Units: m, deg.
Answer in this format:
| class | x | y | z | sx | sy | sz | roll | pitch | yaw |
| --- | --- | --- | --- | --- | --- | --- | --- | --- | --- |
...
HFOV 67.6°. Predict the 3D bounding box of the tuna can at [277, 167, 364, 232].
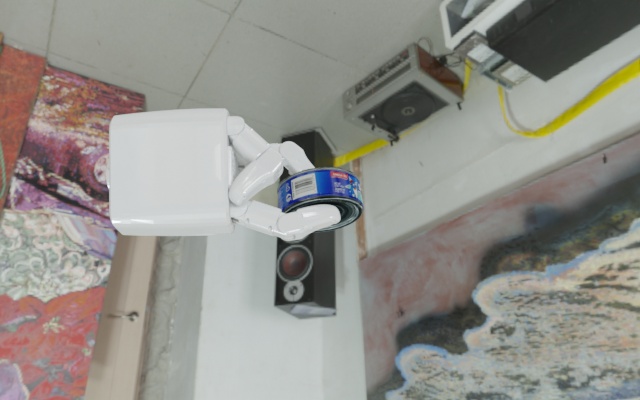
| class | x | y | z | sx | sy | sz | roll | pitch | yaw |
| --- | --- | --- | --- | --- | --- | --- | --- | --- | --- |
| tuna can | 0.000 | 0.002 | 0.484 | 0.086 | 0.033 | 0.086 | -6 | -26 | -3 |
